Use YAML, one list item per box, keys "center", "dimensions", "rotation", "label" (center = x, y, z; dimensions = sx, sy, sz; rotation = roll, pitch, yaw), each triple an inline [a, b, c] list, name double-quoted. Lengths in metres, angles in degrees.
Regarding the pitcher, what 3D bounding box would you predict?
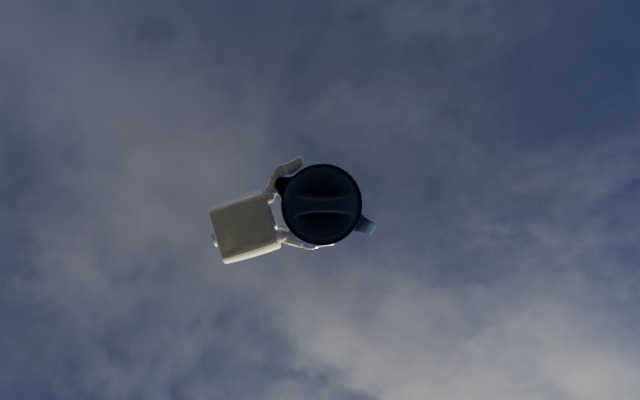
- center: [0.000, 0.003, 0.885]
  dimensions: [0.145, 0.149, 0.243]
  rotation: [-20, 7, -4]
  label: "pitcher"
